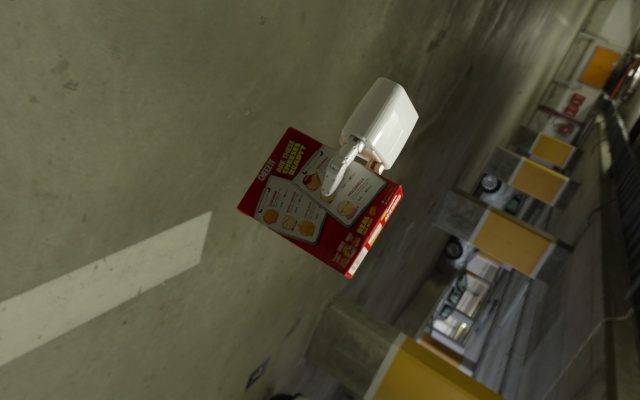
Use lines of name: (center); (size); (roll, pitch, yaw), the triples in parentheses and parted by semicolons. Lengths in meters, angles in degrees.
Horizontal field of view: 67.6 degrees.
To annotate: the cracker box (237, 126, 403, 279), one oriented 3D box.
cracker box: (0.000, 0.003, 0.775); (0.213, 0.164, 0.072); (30, -7, 19)
